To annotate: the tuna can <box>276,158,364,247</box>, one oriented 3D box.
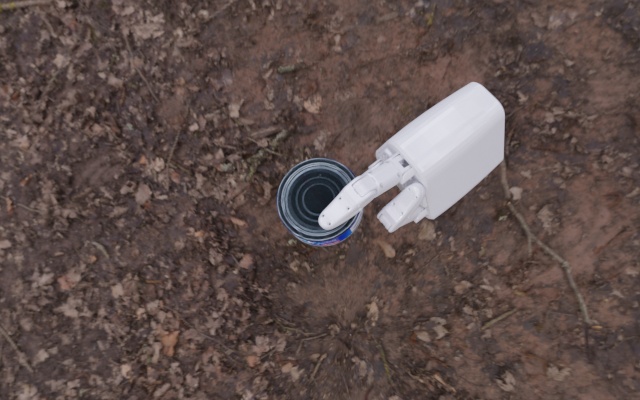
[{"bbox_3d":[0.000,0.001,0.477,0.086,0.086,0.034,0,-12,8],"label":"tuna can"}]
